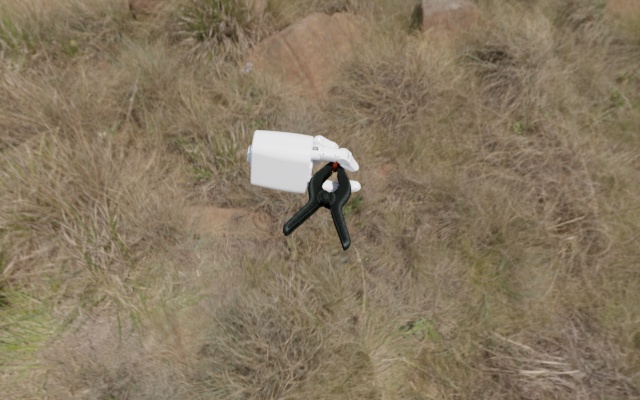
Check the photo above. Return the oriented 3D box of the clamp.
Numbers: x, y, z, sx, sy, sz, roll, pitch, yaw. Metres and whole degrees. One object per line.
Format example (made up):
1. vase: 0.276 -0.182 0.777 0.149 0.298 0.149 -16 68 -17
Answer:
1. clamp: 0.000 0.002 0.857 0.120 0.171 0.039 8 -25 -3
